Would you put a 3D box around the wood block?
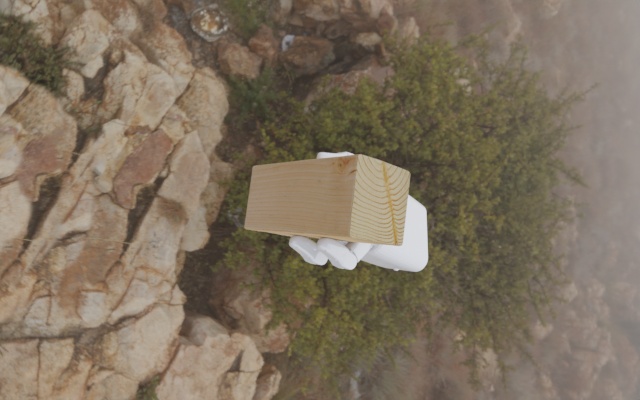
[{"bbox_3d":[0.001,0.002,0.601,0.090,0.091,0.206,13,-9,-40],"label":"wood block"}]
